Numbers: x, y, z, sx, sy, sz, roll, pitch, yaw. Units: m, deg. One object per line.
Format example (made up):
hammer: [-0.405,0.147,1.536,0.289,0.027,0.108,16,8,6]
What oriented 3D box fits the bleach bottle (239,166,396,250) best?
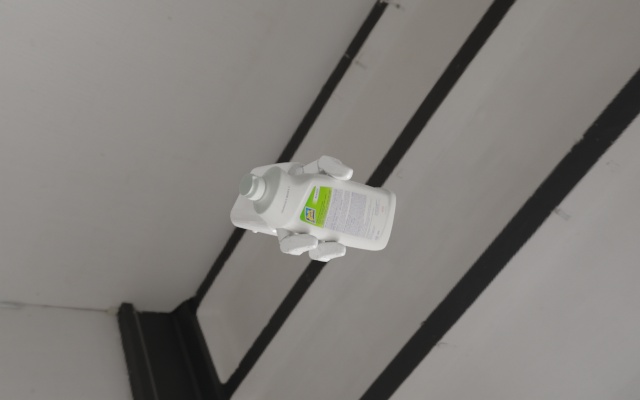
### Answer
bleach bottle: [0.000,0.002,0.667,0.251,0.102,0.068,18,-12,-41]
